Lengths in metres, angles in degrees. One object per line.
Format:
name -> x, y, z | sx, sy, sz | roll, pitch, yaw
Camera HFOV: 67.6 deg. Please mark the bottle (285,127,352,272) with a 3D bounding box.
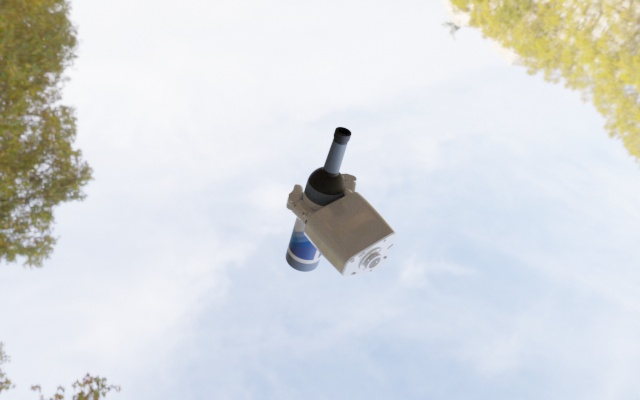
bottle -> 0.000, 0.003, 0.833 | 0.069, 0.296, 0.069 | 11, 38, -9
